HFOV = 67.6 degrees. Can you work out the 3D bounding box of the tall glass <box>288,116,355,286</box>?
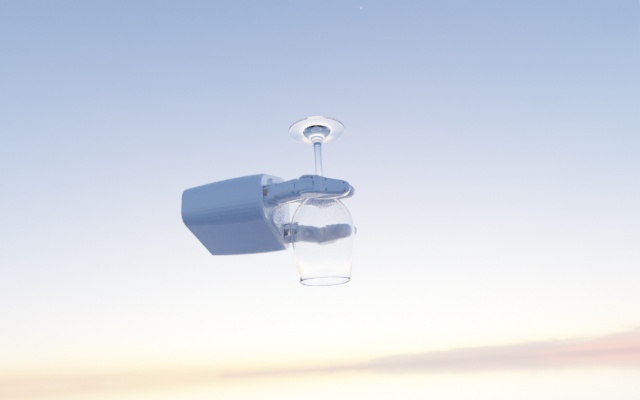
[{"bbox_3d":[0.000,0.001,0.593,0.079,0.201,0.079,-3,-19,-1],"label":"tall glass"}]
